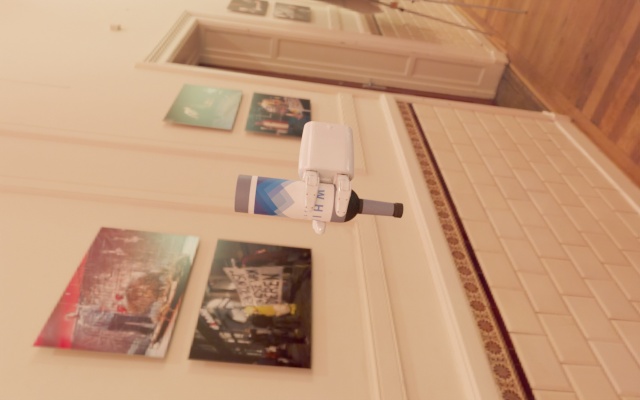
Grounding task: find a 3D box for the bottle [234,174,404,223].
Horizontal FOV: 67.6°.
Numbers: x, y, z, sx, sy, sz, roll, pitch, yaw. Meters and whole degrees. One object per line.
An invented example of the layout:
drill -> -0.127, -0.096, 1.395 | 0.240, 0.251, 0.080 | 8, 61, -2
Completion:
bottle -> 0.000, 0.003, 0.844 | 0.296, 0.069, 0.069 | 6, -1, -5
